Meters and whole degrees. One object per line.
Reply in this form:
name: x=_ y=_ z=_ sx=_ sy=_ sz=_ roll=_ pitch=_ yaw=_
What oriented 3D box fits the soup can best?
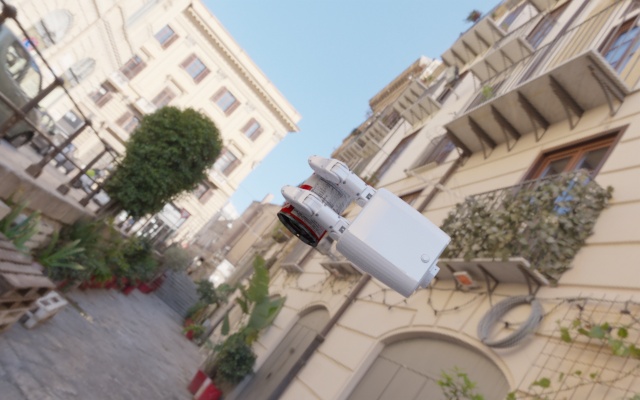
soup can: x=0.000 y=0.002 z=0.638 sx=0.068 sy=0.102 sz=0.068 roll=37 pitch=-17 yaw=13
